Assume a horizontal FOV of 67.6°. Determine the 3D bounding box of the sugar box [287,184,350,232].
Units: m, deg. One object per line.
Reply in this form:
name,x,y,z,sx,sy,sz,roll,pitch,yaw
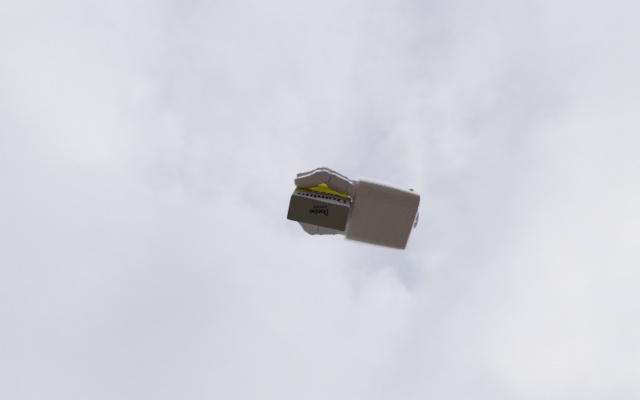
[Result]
sugar box,0.000,0.002,0.797,0.093,0.048,0.176,12,9,-1
